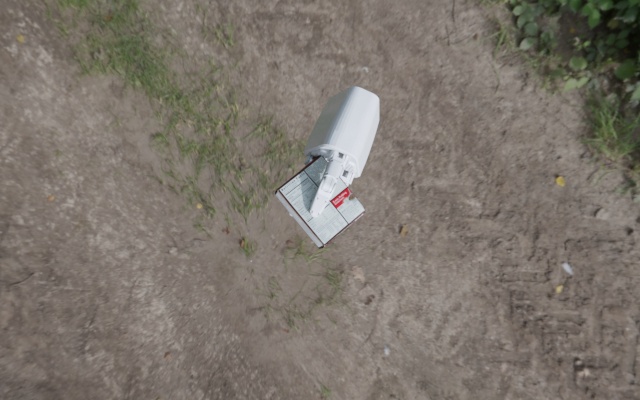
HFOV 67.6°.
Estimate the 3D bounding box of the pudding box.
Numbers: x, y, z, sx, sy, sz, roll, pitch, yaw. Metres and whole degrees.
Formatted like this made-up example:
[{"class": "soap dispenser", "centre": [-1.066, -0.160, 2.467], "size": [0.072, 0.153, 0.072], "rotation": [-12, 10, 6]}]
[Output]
[{"class": "pudding box", "centre": [0.000, 0.002, 0.722], "size": [0.090, 0.113, 0.039], "rotation": [-39, -2, -15]}]
